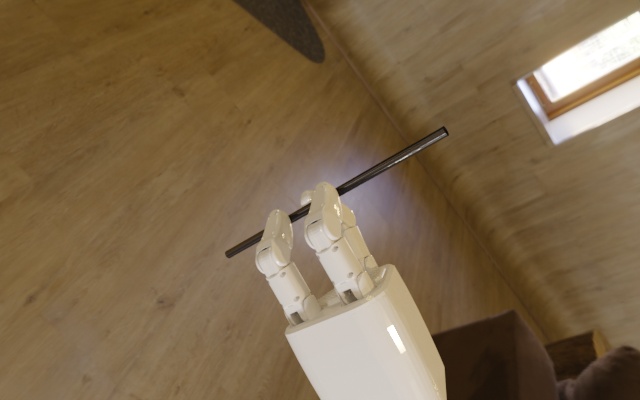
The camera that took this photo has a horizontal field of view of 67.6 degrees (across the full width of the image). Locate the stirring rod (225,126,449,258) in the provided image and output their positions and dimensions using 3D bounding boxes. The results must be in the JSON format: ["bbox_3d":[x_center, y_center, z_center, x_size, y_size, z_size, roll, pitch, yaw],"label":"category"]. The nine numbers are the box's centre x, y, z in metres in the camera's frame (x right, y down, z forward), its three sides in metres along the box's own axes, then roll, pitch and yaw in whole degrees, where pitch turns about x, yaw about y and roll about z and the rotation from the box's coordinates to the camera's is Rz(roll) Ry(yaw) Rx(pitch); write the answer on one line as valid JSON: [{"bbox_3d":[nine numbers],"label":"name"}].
[{"bbox_3d":[0.000,0.001,0.404,0.239,0.011,0.011,-30,-16,31],"label":"stirring rod"}]
